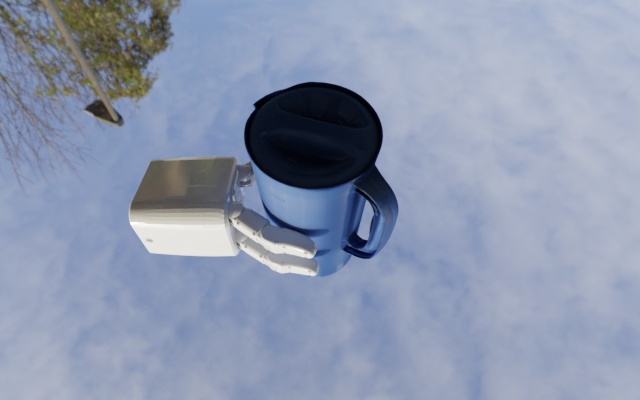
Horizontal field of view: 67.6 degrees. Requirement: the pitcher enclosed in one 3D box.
[{"bbox_3d":[0.000,0.002,0.546,0.145,0.149,0.243,-1,-32,-1],"label":"pitcher"}]
